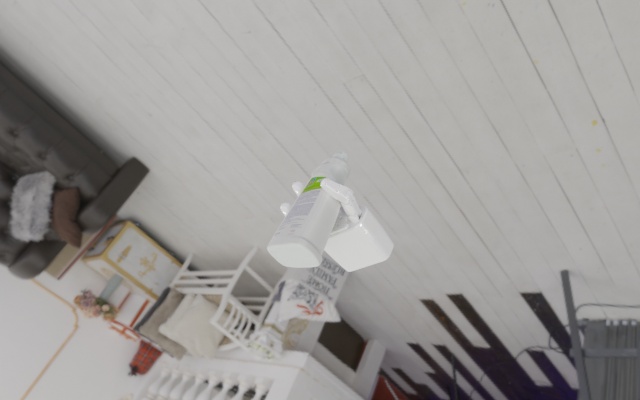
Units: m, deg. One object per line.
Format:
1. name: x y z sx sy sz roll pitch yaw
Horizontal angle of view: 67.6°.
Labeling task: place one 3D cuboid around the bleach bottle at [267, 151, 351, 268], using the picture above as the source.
1. bleach bottle: 0.000 0.003 0.870 0.102 0.250 0.068 -9 -48 43
